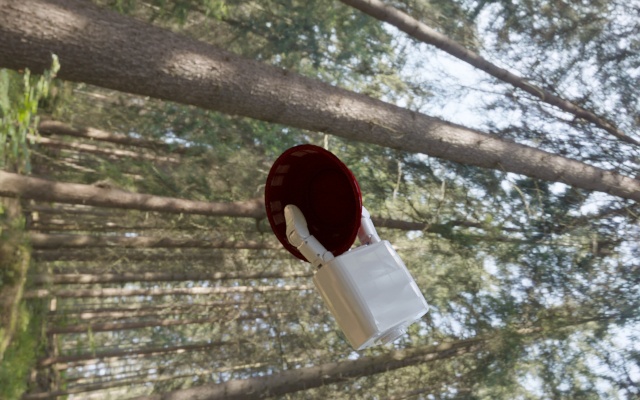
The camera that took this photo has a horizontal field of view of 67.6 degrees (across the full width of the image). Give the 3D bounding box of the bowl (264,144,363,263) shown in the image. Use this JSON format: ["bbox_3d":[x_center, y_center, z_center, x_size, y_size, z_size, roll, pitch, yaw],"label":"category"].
[{"bbox_3d":[0.000,0.001,0.652,0.162,0.162,0.055,0,10,37],"label":"bowl"}]
